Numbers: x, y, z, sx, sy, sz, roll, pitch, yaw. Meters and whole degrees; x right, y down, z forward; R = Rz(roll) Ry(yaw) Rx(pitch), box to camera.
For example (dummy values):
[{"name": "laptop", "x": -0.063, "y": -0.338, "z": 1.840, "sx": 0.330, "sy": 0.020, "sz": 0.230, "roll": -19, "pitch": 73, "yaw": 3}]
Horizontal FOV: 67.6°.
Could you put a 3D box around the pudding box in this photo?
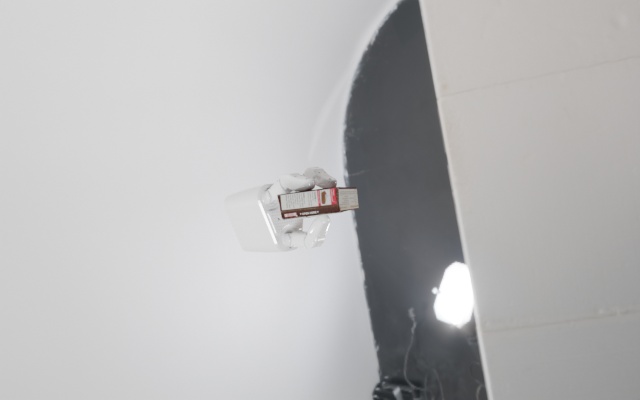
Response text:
[{"name": "pudding box", "x": 0.000, "y": 0.002, "z": 0.696, "sx": 0.090, "sy": 0.039, "sz": 0.113, "roll": -8, "pitch": 1, "yaw": 17}]
